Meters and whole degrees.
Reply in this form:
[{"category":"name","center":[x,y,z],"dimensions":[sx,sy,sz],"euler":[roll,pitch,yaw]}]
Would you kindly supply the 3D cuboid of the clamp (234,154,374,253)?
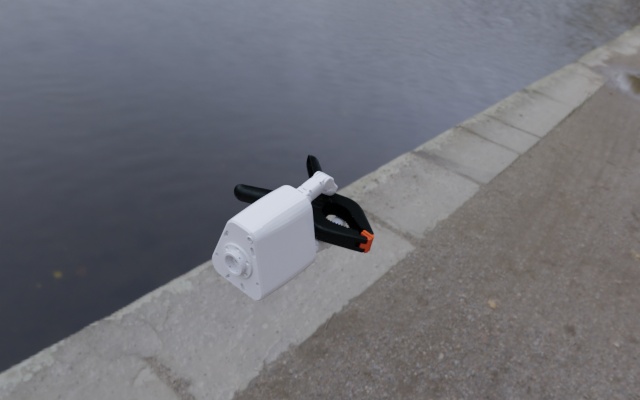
[{"category":"clamp","center":[0.001,0.002,0.711],"dimensions":[0.210,0.036,0.164],"euler":[31,43,23]}]
